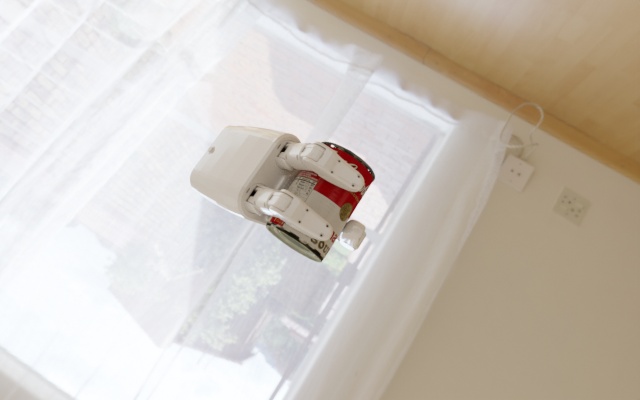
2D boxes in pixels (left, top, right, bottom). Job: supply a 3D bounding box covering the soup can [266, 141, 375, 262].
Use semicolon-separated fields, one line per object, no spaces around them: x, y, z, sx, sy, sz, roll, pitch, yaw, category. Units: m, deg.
0.000;0.002;0.476;0.068;0.102;0.068;31;-14;9;soup can
